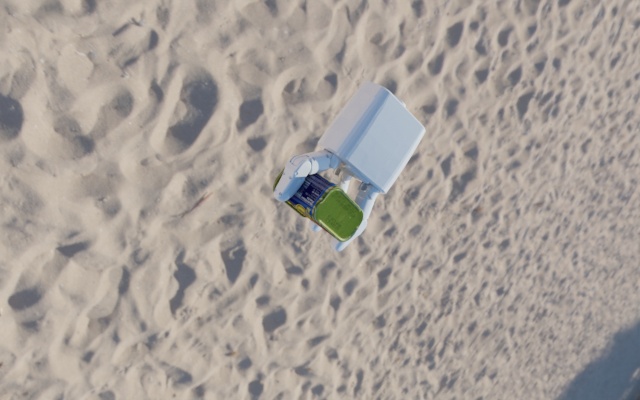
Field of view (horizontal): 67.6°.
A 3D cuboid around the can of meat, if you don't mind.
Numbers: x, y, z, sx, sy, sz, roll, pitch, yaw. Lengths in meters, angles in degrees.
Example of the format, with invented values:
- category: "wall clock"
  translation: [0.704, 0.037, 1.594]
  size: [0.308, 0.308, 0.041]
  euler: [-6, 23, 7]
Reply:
- category: "can of meat"
  translation: [0.000, 0.002, 0.626]
  size: [0.084, 0.057, 0.102]
  euler: [33, -6, 40]
